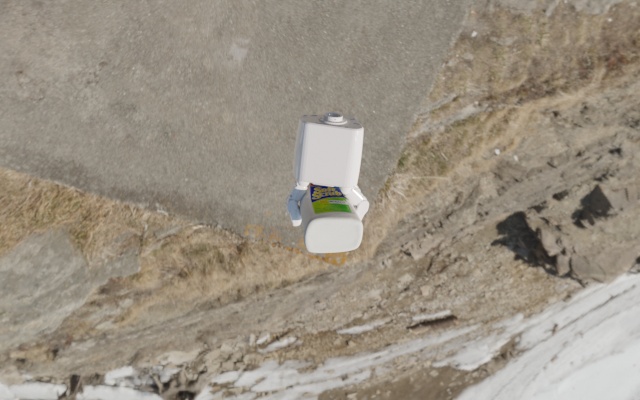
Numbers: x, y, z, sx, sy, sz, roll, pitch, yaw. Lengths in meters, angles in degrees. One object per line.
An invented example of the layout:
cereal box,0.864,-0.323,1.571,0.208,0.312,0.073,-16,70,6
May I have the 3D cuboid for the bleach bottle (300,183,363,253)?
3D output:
bleach bottle,0.000,0.003,0.887,0.102,0.068,0.250,0,27,-12
